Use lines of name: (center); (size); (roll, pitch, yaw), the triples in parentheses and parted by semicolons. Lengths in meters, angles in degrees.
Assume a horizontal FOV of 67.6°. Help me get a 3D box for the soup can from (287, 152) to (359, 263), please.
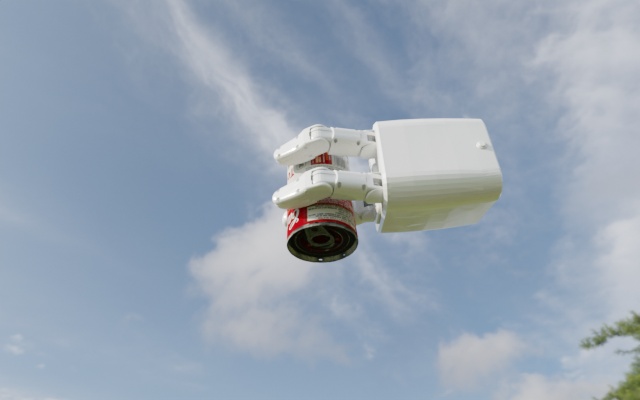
soup can: (0.000, 0.001, 0.480); (0.068, 0.102, 0.069); (-2, -37, -1)
